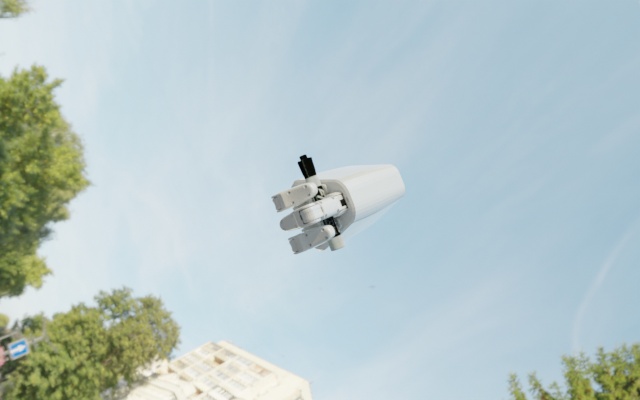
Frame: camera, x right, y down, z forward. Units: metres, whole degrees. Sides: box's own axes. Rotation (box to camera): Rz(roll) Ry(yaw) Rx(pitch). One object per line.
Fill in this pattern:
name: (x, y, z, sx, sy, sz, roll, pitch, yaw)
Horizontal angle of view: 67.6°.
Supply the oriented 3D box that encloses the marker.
marker: (0.000, 0.002, 0.577, 0.020, 0.121, 0.020, -21, -1, 0)
